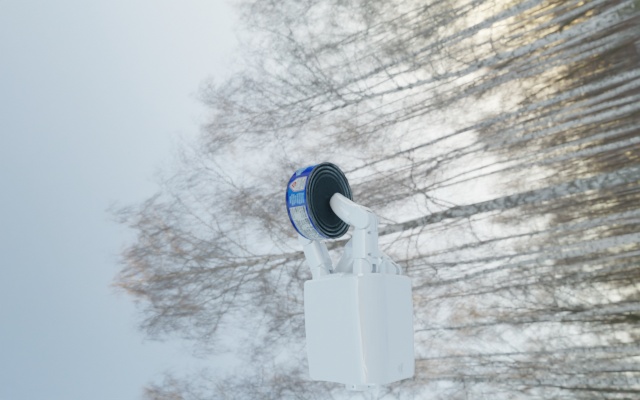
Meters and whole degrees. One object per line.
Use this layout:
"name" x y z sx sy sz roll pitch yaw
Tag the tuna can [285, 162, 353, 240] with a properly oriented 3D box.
"tuna can" 0.000 0.002 0.536 0.034 0.086 0.086 -9 -6 37
